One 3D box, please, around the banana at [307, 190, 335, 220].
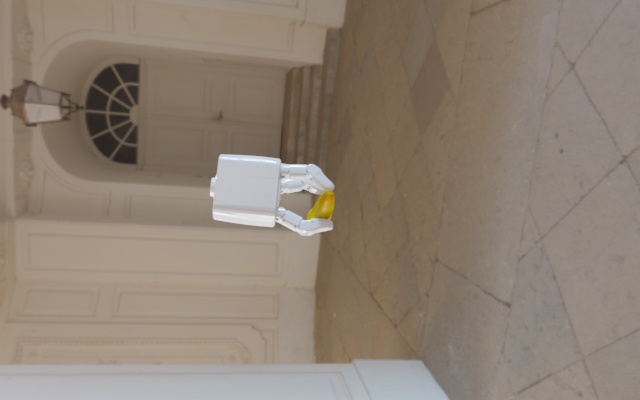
[{"bbox_3d":[-0.003,0.022,0.886,0.037,0.069,0.198,8,-4,-5],"label":"banana"}]
